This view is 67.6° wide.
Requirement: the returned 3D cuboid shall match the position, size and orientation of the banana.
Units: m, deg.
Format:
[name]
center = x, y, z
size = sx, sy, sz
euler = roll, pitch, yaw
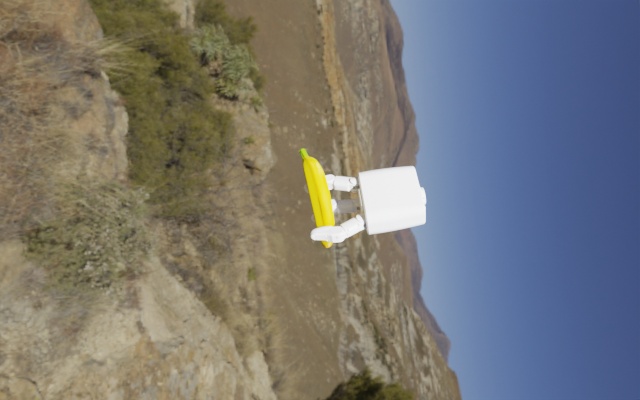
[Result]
[banana]
center = 0.001, 0.005, 0.860
size = 0.037, 0.198, 0.069
euler = -13, 19, -1
